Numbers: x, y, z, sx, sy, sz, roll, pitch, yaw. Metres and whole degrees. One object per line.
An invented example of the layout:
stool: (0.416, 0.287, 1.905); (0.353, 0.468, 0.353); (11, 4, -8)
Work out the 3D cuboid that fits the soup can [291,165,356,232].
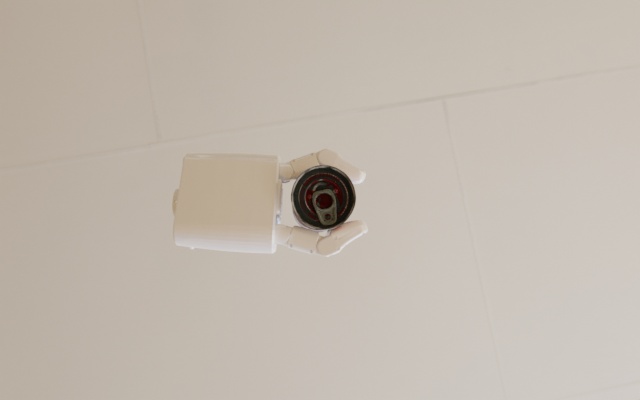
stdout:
soup can: (0.001, 0.002, 0.544); (0.068, 0.068, 0.102); (0, -6, -4)
